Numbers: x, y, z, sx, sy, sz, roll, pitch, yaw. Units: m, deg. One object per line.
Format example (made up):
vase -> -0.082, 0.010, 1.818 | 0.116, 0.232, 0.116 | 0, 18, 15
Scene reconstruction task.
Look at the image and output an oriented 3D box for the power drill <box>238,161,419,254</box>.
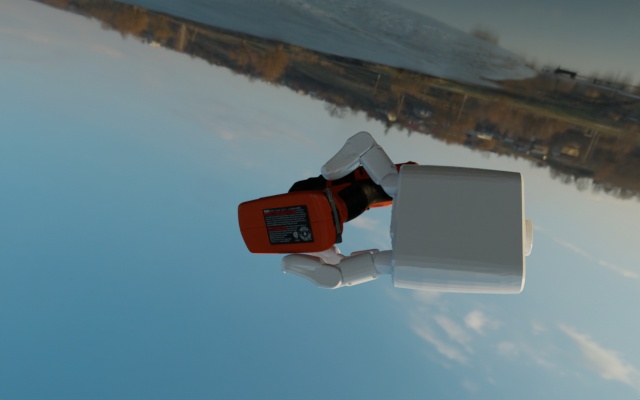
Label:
power drill -> 0.000, 0.002, 0.515 | 0.184, 0.057, 0.187 | -9, 10, 35
